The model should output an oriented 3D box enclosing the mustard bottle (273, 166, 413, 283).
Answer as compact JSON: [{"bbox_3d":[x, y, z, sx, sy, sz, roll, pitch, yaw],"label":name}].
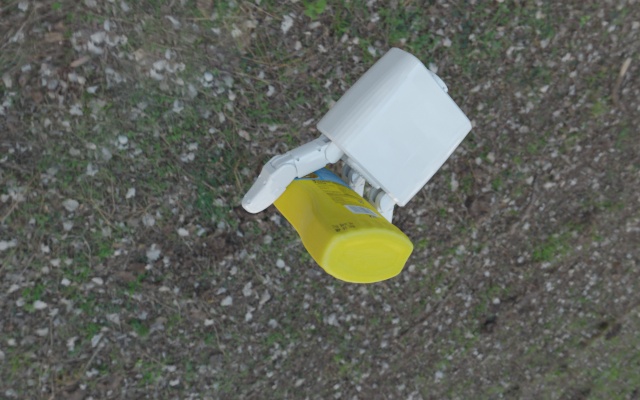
[{"bbox_3d":[0.000,0.002,0.470,0.096,0.058,0.191,9,25,-35],"label":"mustard bottle"}]
